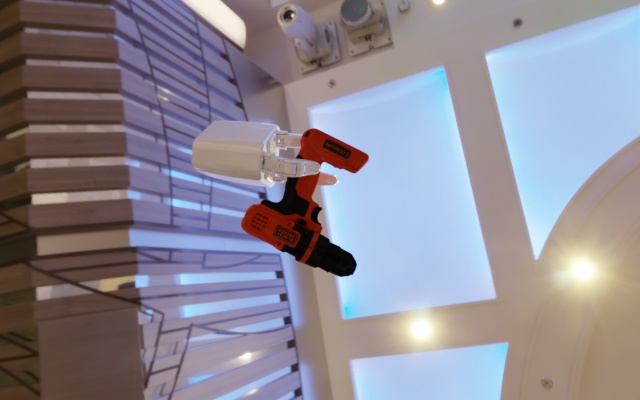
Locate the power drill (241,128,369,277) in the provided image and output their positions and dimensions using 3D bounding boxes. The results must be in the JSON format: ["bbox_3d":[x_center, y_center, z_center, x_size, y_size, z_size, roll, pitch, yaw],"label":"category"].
[{"bbox_3d":[0.000,0.002,0.712,0.184,0.187,0.057,27,-7,-7],"label":"power drill"}]
